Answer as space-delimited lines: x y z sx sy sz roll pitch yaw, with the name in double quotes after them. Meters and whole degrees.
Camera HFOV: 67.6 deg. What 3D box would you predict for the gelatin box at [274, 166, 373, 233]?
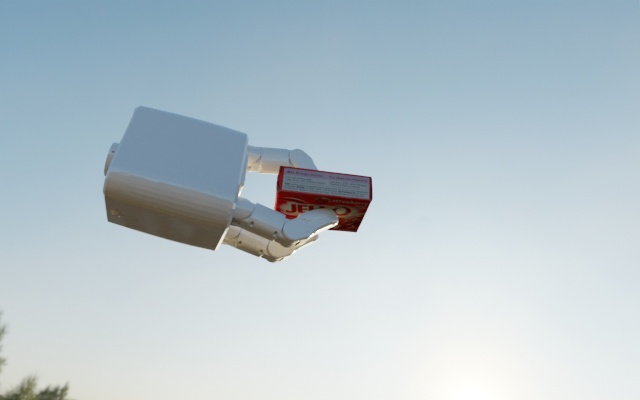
0.000 0.001 0.466 0.089 0.030 0.073 6 -28 -5 "gelatin box"
